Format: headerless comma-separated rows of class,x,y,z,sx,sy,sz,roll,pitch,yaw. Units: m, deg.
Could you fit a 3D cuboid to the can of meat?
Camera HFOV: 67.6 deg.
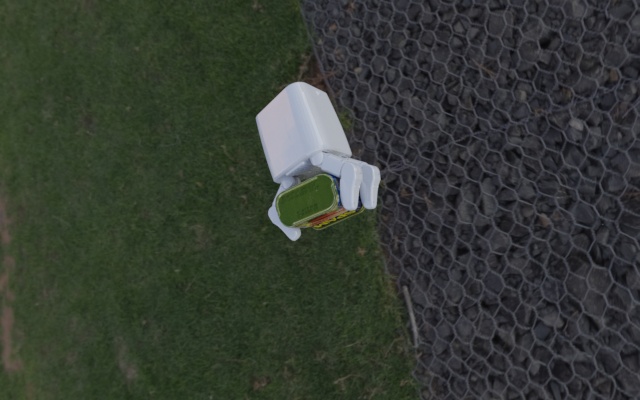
can of meat,0.000,0.002,0.664,0.102,0.057,0.084,-24,-15,27
